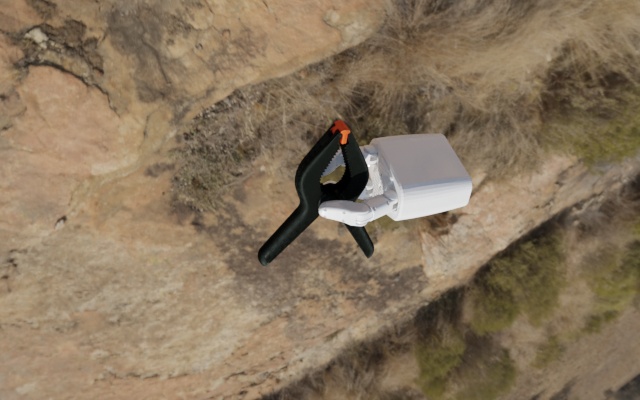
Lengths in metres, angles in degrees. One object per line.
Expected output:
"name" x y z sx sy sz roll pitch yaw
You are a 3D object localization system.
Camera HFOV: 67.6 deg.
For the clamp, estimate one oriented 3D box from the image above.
"clamp" 0.001 0.002 0.603 0.164 0.210 0.036 -8 36 -16
